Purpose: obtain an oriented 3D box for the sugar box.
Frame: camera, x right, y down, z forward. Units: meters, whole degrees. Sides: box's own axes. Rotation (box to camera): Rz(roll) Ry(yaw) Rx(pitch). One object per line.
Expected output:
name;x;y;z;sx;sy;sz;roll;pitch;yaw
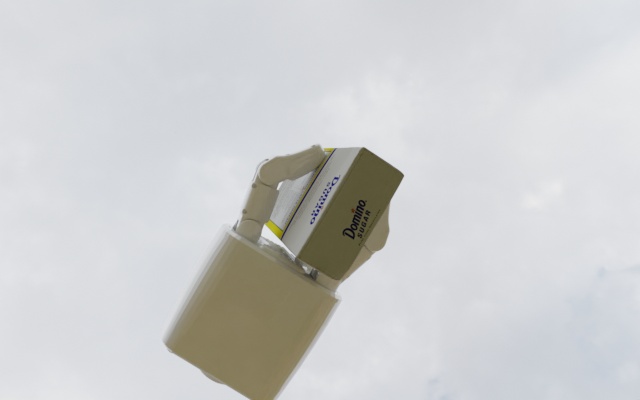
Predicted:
sugar box;0.000;0.002;0.416;0.048;0.093;0.176;32;-2;-18
